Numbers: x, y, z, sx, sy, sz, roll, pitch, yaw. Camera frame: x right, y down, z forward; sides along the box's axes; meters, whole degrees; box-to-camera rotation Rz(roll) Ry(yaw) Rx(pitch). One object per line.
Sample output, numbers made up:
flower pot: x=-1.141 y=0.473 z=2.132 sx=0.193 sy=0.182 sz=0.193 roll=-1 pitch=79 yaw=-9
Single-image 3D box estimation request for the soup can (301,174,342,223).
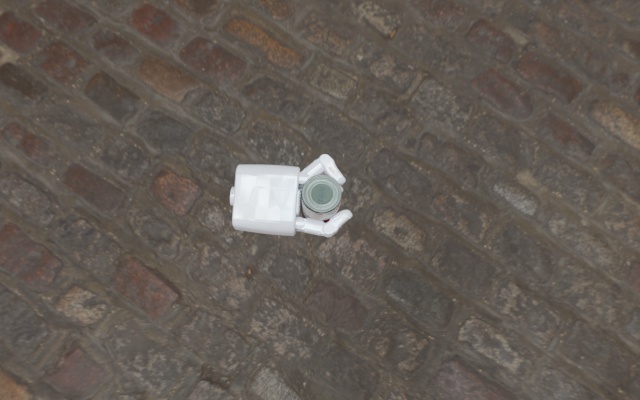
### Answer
soup can: x=0.001 y=0.003 z=0.819 sx=0.068 sy=0.068 sz=0.102 roll=0 pitch=-17 yaw=-2
